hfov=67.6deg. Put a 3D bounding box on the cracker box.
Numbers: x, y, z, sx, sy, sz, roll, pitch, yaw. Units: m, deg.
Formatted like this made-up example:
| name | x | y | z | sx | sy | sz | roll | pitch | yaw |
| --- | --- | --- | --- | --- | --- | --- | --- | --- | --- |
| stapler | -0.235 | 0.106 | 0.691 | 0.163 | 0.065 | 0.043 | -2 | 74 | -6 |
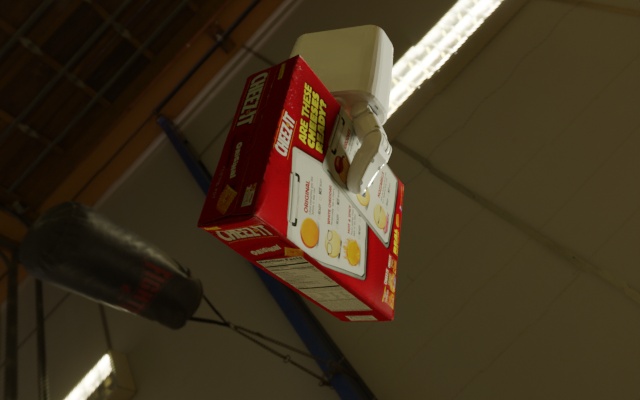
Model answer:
| name | x | y | z | sx | sy | sz | roll | pitch | yaw |
| --- | --- | --- | --- | --- | --- | --- | --- | --- | --- |
| cracker box | 0.000 | 0.002 | 0.454 | 0.072 | 0.164 | 0.214 | -12 | -38 | 33 |
